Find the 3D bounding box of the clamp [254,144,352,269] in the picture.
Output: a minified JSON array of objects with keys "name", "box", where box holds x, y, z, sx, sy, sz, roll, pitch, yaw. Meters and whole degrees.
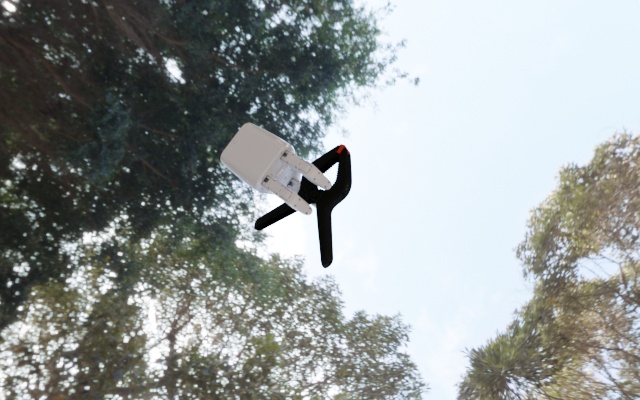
[{"name":"clamp","box":[0.001,0.002,0.819,0.164,0.210,0.036,34,-5,28]}]
